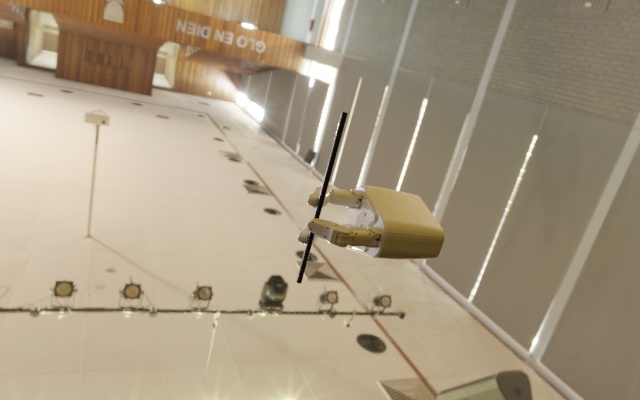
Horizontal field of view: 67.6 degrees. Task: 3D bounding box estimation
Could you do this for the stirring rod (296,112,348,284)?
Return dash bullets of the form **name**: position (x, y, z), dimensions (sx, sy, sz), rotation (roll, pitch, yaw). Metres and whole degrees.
- **stirring rod**: position (0.000, 0.002, 0.627), dimensions (0.011, 0.239, 0.011), rotation (14, 17, -4)
